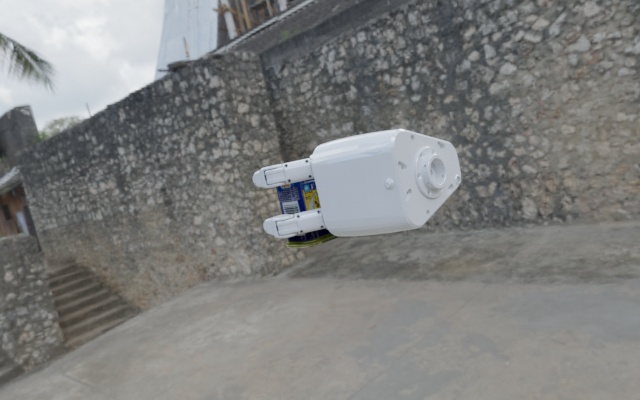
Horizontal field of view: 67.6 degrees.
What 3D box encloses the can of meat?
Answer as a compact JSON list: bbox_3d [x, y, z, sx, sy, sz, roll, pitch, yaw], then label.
[{"bbox_3d":[0.000,0.002,0.562,0.102,0.084,0.057,-17,7,-39],"label":"can of meat"}]
